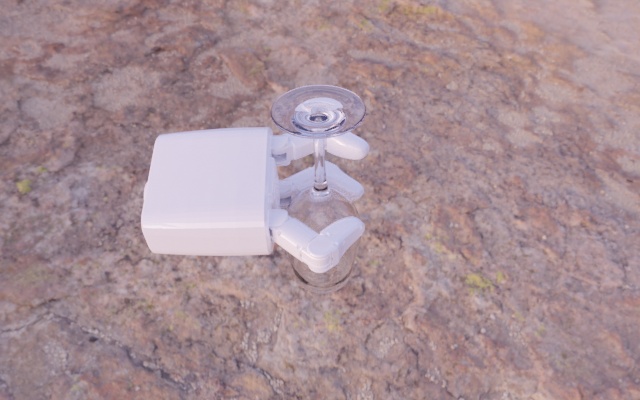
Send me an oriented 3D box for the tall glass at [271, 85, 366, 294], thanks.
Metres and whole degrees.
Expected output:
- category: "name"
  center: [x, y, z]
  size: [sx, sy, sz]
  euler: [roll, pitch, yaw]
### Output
- category: "tall glass"
  center: [0.000, 0.001, 0.438]
  size: [0.079, 0.201, 0.079]
  euler: [-1, 43, 1]
